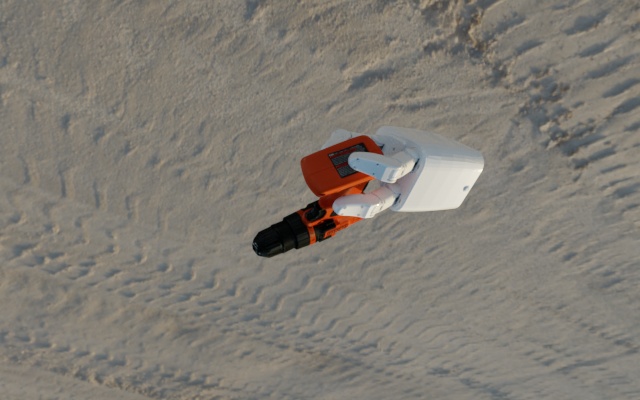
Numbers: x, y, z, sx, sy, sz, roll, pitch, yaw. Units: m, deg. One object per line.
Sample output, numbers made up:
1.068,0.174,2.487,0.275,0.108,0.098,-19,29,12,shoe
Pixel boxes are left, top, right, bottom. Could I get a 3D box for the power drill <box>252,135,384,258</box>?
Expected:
0.000,0.002,0.623,0.184,0.057,0.188,-24,-19,-21,power drill
